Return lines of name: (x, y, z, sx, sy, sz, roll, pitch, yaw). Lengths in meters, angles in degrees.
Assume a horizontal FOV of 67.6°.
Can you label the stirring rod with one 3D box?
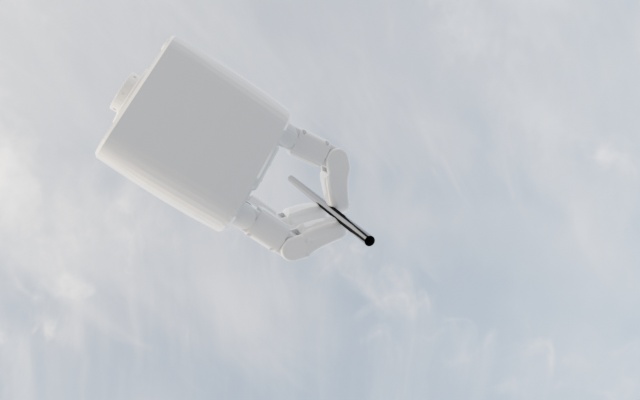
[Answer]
stirring rod: (0.000, 0.001, 0.447, 0.011, 0.011, 0.239, 0, 13, -17)
